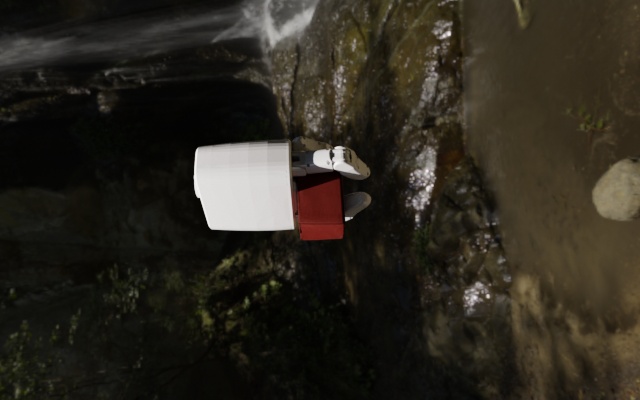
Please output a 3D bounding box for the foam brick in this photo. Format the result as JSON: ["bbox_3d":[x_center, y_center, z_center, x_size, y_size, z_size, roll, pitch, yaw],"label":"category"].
[{"bbox_3d":[0.000,0.002,0.551,0.051,0.078,0.053,-2,-25,-1],"label":"foam brick"}]
